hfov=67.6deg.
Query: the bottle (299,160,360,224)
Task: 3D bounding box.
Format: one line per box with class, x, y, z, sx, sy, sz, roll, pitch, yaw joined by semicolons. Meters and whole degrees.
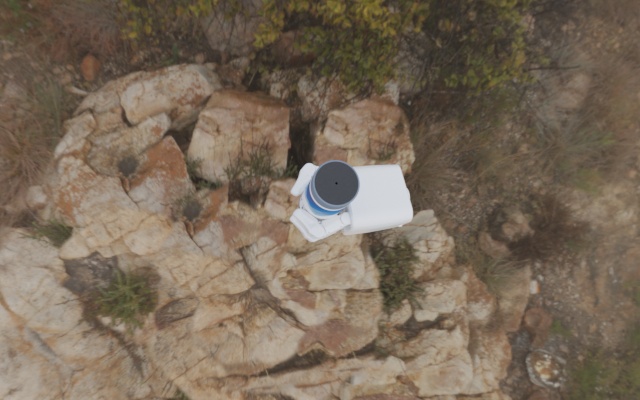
bottle;0.000;0.003;0.800;0.069;0.069;0.296;0;-10;-9
